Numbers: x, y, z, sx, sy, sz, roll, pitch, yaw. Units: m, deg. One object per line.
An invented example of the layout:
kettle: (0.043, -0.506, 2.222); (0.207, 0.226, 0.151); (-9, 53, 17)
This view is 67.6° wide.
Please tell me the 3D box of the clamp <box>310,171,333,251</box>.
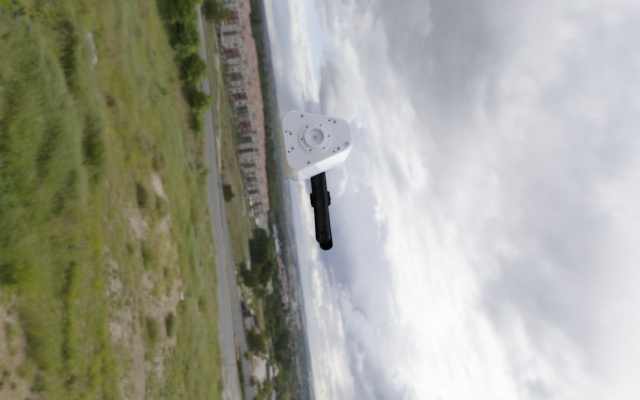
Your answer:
clamp: (0.001, 0.002, 0.821); (0.039, 0.171, 0.120); (-8, -4, -4)
